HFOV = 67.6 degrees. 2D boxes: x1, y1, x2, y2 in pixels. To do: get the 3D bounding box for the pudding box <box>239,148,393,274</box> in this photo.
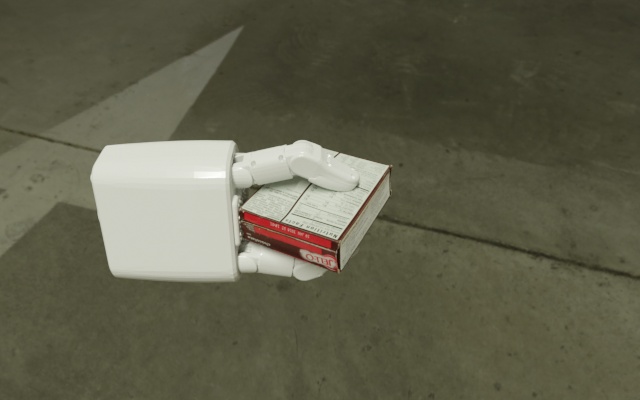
[{"bbox_3d":[0.000,0.001,0.404,0.090,0.039,0.113,18,44,22],"label":"pudding box"}]
